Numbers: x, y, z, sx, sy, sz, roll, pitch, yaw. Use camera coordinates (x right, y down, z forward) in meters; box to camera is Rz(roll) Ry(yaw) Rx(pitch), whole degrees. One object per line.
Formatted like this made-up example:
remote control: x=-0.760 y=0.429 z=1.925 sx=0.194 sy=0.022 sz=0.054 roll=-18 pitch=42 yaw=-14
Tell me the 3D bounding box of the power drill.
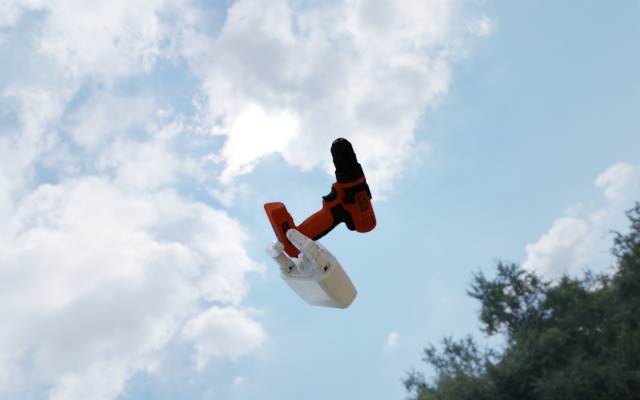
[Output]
power drill: x=0.000 y=0.003 z=0.835 sx=0.187 sy=0.184 sz=0.057 roll=-25 pitch=21 yaw=-13
